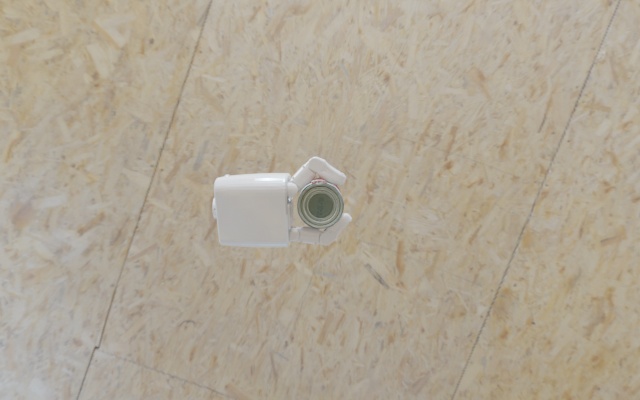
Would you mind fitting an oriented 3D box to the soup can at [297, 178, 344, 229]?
[{"bbox_3d":[0.001,0.003,0.717,0.068,0.068,0.102,0,6,0],"label":"soup can"}]
